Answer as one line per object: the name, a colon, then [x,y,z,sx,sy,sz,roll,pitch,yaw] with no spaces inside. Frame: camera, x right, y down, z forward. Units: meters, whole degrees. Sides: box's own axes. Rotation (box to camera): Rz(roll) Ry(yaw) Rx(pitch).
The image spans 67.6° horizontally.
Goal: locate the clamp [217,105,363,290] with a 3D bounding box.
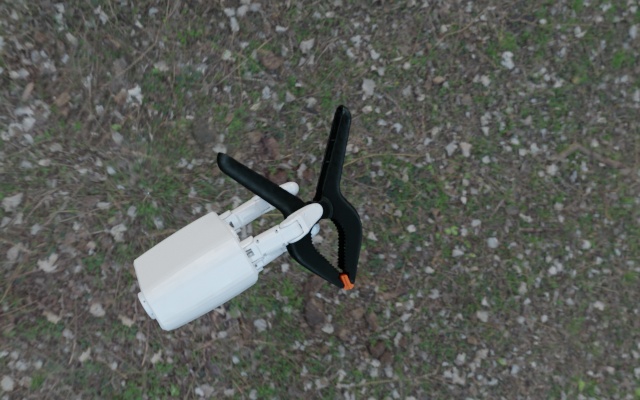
clamp: [0.000,0.002,0.555,0.164,0.210,0.036,-31,11,-14]
